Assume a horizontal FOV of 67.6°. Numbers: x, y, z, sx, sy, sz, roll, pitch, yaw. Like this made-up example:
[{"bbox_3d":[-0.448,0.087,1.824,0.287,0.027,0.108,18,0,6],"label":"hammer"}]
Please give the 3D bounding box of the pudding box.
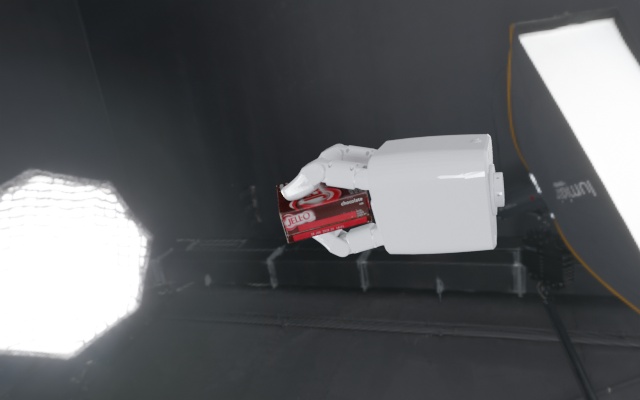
[{"bbox_3d":[0.000,0.002,0.523,0.090,0.039,0.113,-14,16,-3],"label":"pudding box"}]
